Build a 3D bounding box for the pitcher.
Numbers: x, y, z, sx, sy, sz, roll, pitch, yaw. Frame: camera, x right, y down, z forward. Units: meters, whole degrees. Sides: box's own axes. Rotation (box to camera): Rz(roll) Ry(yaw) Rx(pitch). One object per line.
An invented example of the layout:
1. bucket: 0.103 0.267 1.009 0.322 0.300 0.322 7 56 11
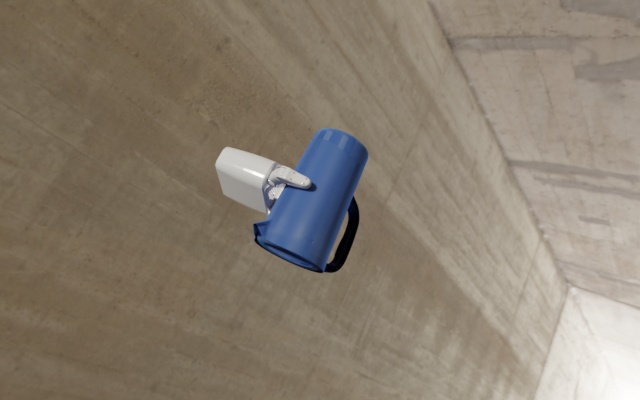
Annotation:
1. pitcher: 0.000 0.003 0.855 0.145 0.242 0.149 21 -16 18
